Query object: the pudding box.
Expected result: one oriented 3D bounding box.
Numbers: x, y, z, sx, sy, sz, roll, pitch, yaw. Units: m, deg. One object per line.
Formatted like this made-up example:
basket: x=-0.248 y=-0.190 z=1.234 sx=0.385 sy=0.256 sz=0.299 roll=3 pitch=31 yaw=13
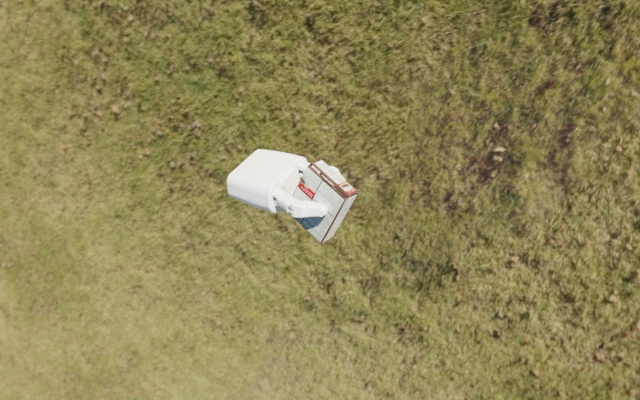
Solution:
pudding box: x=0.000 y=0.003 z=0.788 sx=0.090 sy=0.114 sz=0.039 roll=42 pitch=43 yaw=17
